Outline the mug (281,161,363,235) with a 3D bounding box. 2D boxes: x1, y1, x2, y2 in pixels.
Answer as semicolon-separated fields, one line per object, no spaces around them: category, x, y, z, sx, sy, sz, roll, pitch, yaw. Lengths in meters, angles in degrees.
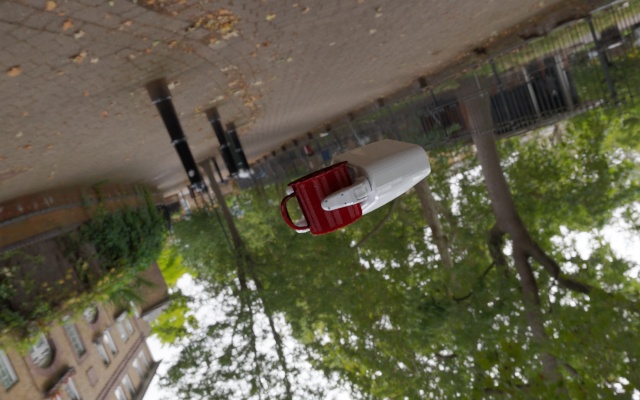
mug;-0.001;0.003;0.677;0.117;0.081;0.093;-24;7;-22
